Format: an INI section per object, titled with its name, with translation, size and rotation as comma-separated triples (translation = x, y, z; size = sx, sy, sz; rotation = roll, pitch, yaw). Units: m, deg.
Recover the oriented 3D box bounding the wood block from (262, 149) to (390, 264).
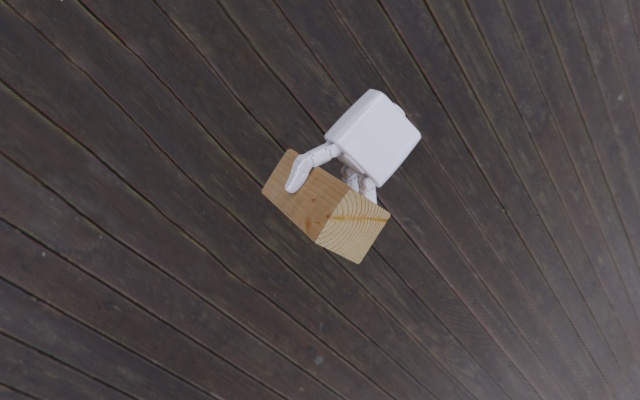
[wood block]
translation = 0.000, 0.002, 0.743
size = 0.091, 0.090, 0.206
rotation = 31, 4, -34
